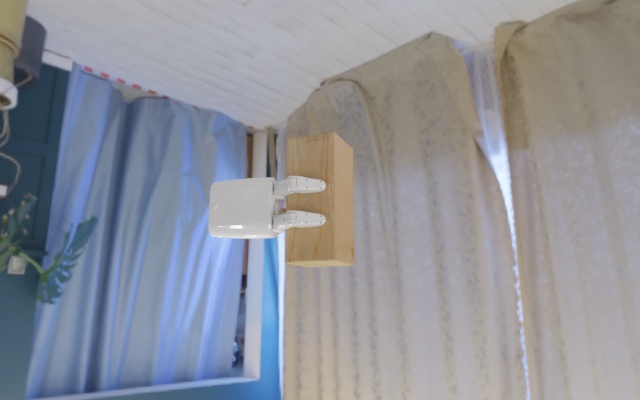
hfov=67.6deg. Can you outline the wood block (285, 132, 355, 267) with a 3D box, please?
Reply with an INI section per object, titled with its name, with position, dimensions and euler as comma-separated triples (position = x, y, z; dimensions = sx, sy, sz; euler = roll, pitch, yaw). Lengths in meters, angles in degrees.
[wood block]
position = 0.000, 0.003, 0.795
dimensions = 0.090, 0.206, 0.091
euler = -5, -14, 22
